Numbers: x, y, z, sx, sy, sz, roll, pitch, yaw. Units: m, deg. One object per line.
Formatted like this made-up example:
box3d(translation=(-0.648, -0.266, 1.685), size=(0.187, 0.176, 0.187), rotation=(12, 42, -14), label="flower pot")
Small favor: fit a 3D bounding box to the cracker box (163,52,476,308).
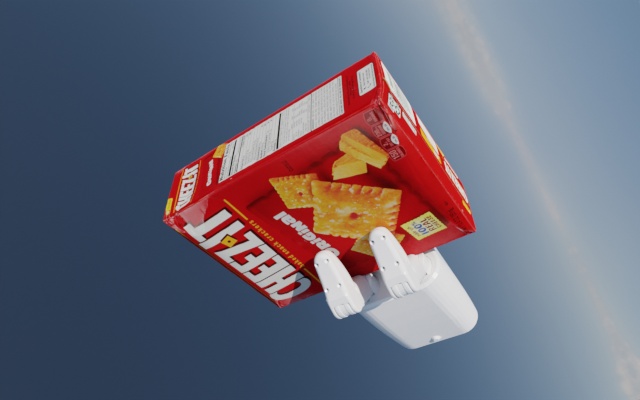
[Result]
box3d(translation=(0.000, 0.001, 0.418), size=(0.214, 0.072, 0.164), rotation=(-26, -51, 23), label="cracker box")
